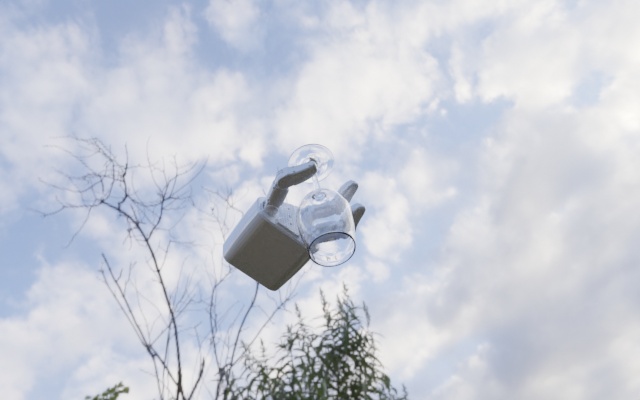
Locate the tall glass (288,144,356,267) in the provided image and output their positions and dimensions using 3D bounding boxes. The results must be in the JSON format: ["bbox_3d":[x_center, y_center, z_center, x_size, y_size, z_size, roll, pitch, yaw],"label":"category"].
[{"bbox_3d":[0.000,0.002,0.681,0.079,0.079,0.201,0,37,-11],"label":"tall glass"}]
